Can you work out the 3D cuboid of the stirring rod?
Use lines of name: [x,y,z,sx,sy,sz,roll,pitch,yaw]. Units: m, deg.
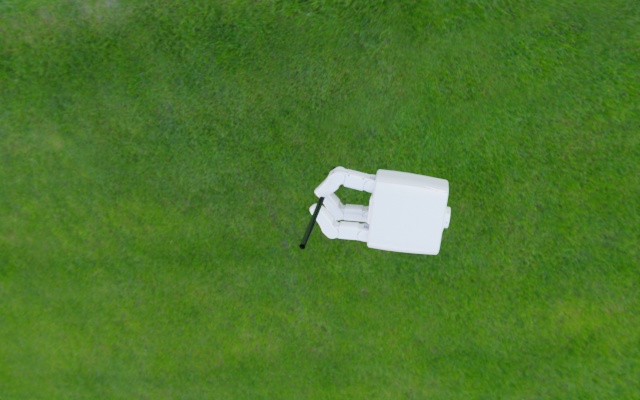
stirring rod: [0.000,0.002,0.722,0.011,0.011,0.239,0,29,13]
